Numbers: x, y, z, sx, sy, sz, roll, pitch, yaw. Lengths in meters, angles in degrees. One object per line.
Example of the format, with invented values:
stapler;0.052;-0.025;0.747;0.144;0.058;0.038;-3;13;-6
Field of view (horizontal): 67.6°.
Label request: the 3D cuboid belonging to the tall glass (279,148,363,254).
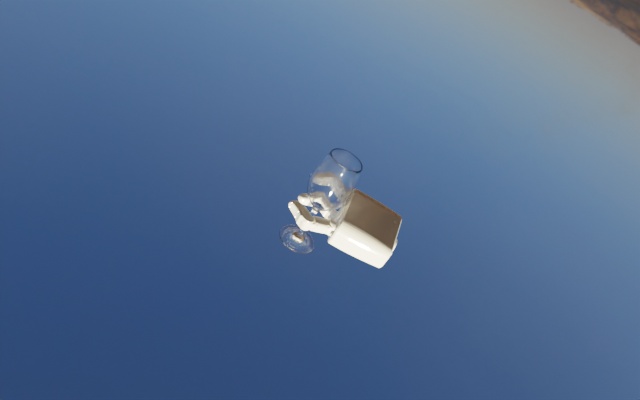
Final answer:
tall glass;0.000;0.003;0.854;0.079;0.201;0.079;21;34;-15
